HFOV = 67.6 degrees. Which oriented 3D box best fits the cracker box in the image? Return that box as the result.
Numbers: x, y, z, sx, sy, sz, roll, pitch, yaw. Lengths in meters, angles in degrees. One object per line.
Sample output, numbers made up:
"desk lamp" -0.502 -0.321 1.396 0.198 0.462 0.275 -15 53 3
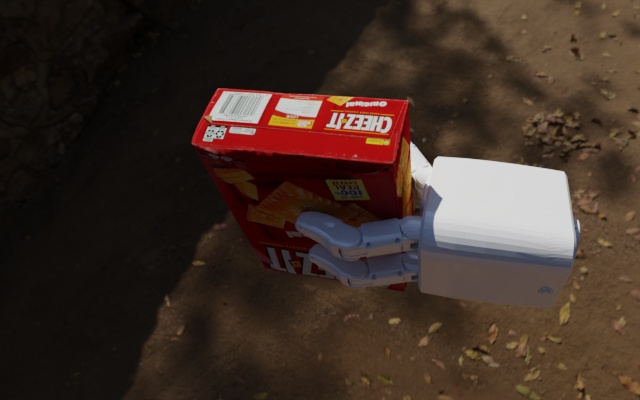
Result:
"cracker box" 0.000 0.001 0.442 0.164 0.072 0.214 7 -33 17
